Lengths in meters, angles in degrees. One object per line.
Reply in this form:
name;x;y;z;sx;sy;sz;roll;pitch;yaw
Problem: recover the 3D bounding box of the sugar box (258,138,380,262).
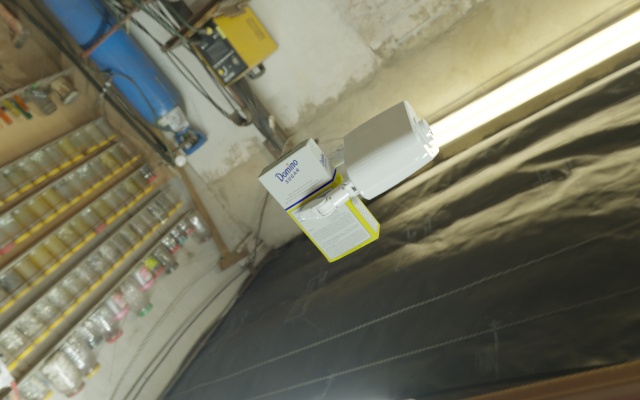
sugar box;0.000;0.002;0.707;0.093;0.176;0.048;-31;17;23
